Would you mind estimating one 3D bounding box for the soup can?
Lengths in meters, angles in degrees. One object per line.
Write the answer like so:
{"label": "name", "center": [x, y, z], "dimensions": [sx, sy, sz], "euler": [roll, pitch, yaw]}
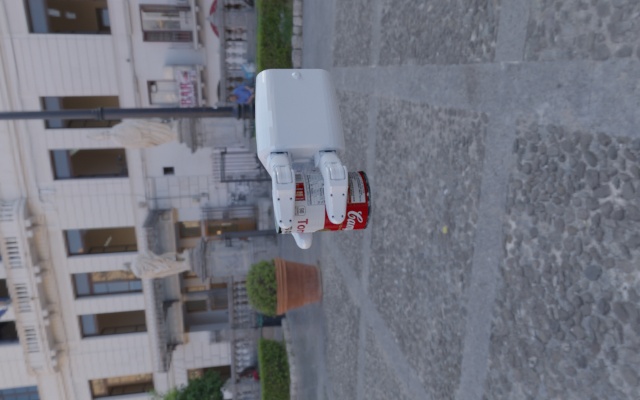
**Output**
{"label": "soup can", "center": [0.000, 0.002, 0.542], "dimensions": [0.102, 0.068, 0.068], "euler": [-3, 0, -10]}
